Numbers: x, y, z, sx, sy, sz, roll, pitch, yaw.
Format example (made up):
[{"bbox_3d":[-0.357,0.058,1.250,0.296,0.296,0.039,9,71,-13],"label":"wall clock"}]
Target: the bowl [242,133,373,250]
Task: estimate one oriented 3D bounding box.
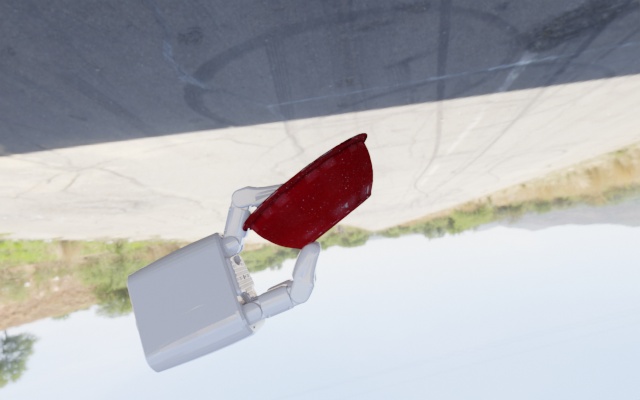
[{"bbox_3d":[0.001,0.001,0.492,0.162,0.055,0.162,-38,-5,-4],"label":"bowl"}]
